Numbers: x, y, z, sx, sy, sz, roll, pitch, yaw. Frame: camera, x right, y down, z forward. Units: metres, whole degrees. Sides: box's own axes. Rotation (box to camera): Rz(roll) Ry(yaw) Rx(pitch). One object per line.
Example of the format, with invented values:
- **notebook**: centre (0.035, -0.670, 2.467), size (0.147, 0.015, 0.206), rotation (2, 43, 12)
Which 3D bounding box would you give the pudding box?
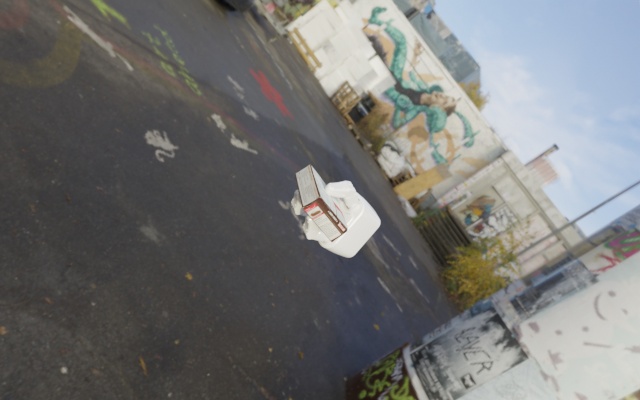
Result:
- **pudding box**: centre (0.000, 0.003, 0.809), size (0.039, 0.090, 0.113), rotation (-34, 32, 10)
